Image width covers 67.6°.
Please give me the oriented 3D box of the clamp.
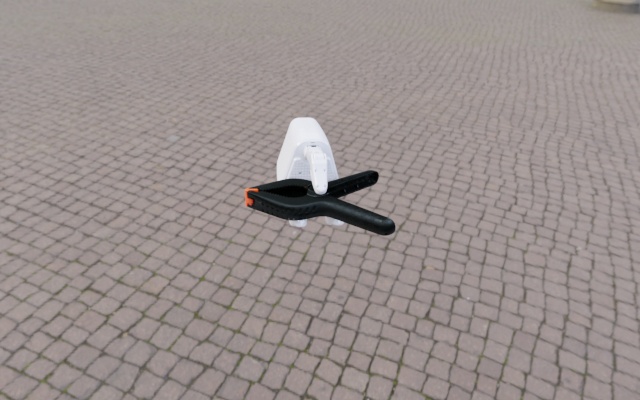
[{"bbox_3d":[0.000,0.001,0.674,0.210,0.036,0.164,-2,28,-9],"label":"clamp"}]
